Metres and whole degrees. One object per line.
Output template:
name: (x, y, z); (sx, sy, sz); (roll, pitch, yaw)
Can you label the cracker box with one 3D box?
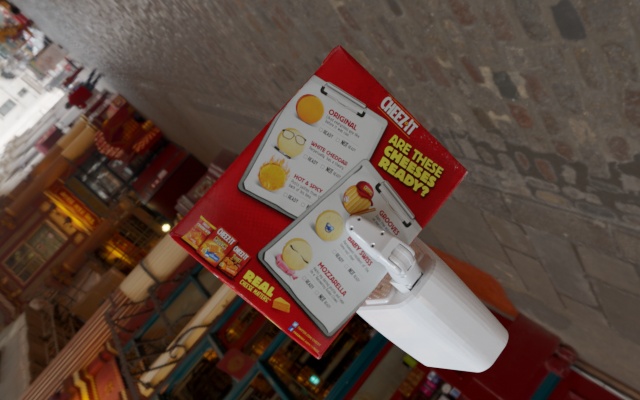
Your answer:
cracker box: (0.000, 0.002, 0.429); (0.164, 0.213, 0.072); (42, -10, -11)
